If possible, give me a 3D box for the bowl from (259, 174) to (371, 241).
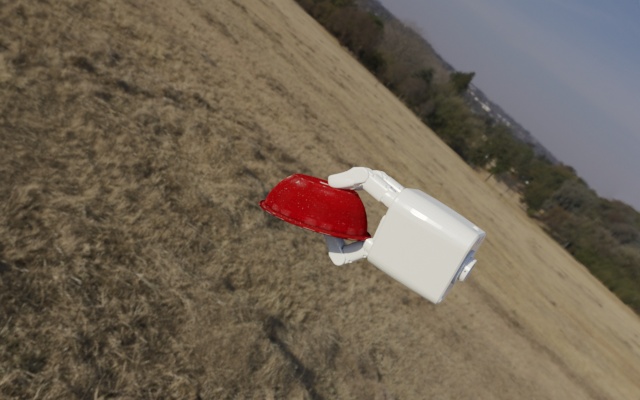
[{"bbox_3d":[-0.001,0.001,0.656,0.162,0.055,0.162,17,7,-2],"label":"bowl"}]
